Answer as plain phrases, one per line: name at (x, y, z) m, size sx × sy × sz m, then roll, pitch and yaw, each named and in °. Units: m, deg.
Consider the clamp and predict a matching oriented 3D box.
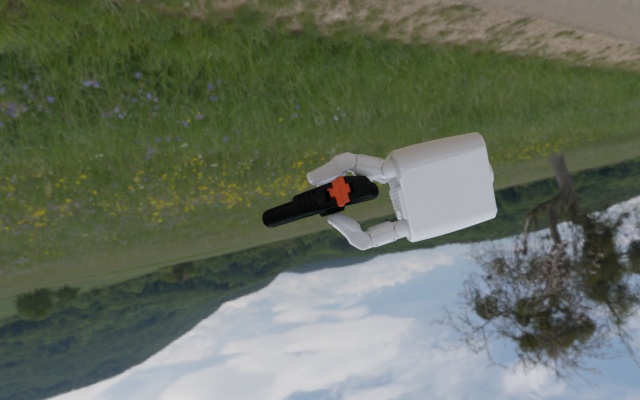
clamp at (0.001, 0.003, 0.572) m, size 0.164 × 0.036 × 0.210 m, roll -17°, pitch -3°, yaw 0°
